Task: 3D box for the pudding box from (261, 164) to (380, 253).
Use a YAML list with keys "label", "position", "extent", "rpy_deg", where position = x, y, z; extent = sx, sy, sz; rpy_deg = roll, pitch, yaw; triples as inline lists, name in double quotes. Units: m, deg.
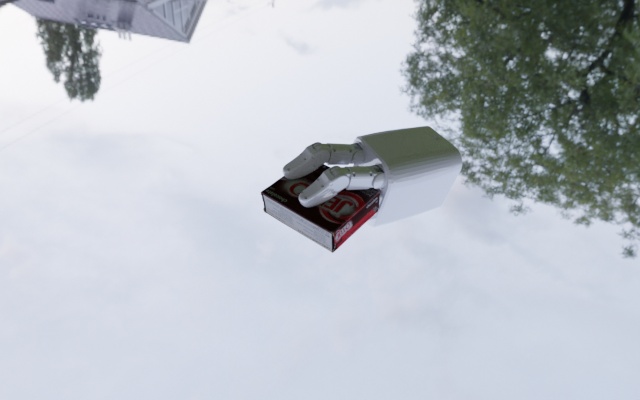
- label: "pudding box"
  position: [0.000, 0.002, 0.569]
  extent: [0.113, 0.039, 0.090]
  rpy_deg: [26, 47, 31]
